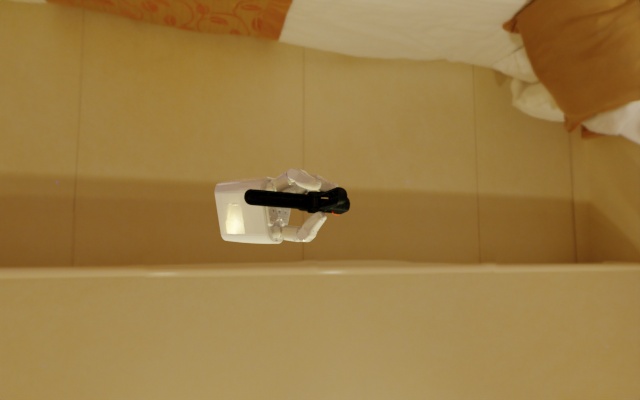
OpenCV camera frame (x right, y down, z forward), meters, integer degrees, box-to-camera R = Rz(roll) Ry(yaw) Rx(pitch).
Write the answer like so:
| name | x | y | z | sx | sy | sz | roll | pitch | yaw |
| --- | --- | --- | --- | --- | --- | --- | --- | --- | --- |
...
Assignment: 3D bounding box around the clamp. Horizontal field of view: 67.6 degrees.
| name | x | y | z | sx | sy | sz | roll | pitch | yaw |
| --- | --- | --- | --- | --- | --- | --- | --- | --- | --- |
| clamp | 0.000 | 0.003 | 0.783 | 0.164 | 0.036 | 0.210 | 0 | -6 | 29 |
